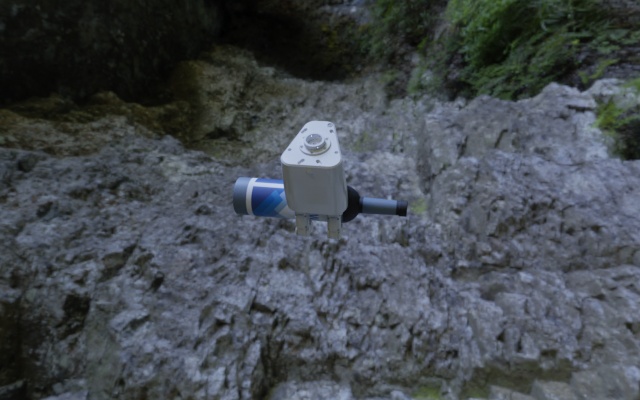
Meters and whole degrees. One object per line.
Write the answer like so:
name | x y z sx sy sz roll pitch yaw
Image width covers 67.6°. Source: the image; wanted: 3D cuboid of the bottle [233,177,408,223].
bottle | 0.000 0.003 0.823 0.296 0.069 0.069 4 1 10
